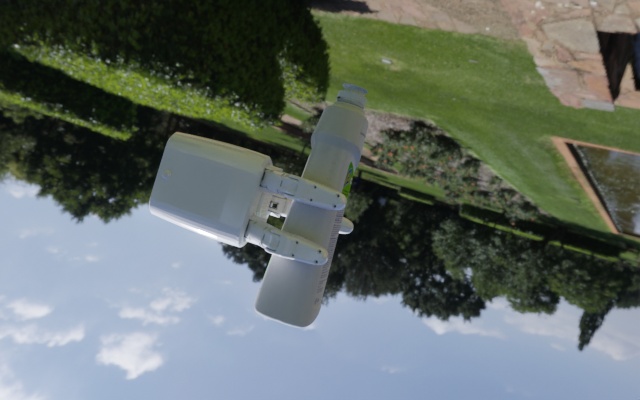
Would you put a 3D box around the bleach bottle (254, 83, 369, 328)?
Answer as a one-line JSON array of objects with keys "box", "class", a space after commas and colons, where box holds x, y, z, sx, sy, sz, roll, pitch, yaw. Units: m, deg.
[{"box": [0.000, 0.002, 0.512, 0.068, 0.251, 0.102, 18, 1, 6], "class": "bleach bottle"}]
